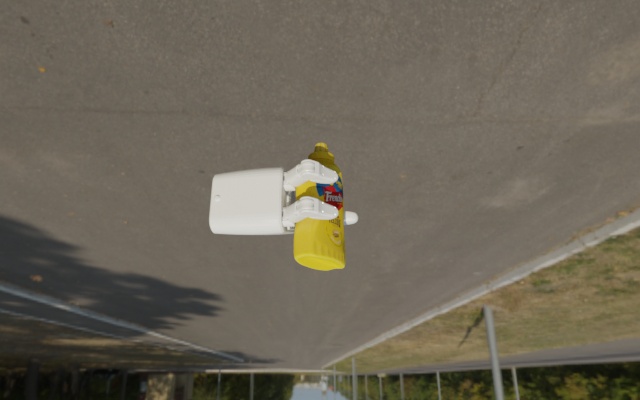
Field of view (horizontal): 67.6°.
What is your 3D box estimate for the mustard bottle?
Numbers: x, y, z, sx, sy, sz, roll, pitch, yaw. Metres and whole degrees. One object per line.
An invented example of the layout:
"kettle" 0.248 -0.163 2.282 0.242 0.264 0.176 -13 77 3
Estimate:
"mustard bottle" 0.000 0.003 0.713 0.058 0.191 0.096 -13 -25 31
